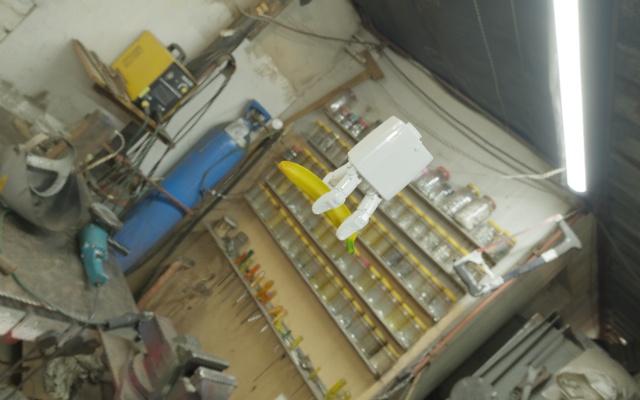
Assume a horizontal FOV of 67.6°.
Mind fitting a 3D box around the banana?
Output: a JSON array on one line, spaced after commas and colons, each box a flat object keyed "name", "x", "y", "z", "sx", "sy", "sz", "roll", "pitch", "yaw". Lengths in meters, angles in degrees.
[{"name": "banana", "x": 0.006, "y": 0.000, "z": 0.834, "sx": 0.037, "sy": 0.198, "sz": 0.069, "roll": -39, "pitch": 5, "yaw": 19}]
